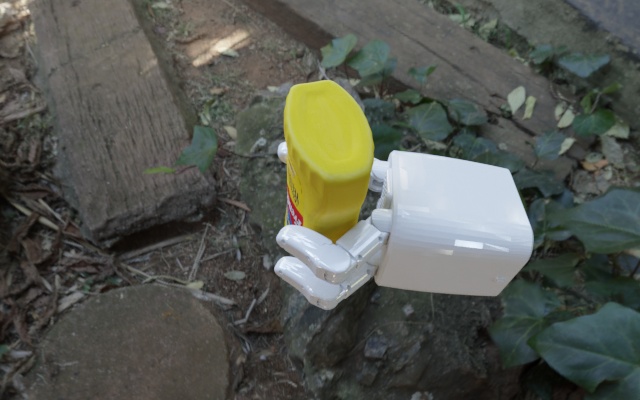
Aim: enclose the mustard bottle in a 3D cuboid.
[{"bbox_3d":[0.000,0.001,0.402,0.058,0.096,0.192,-13,-33,-13],"label":"mustard bottle"}]
